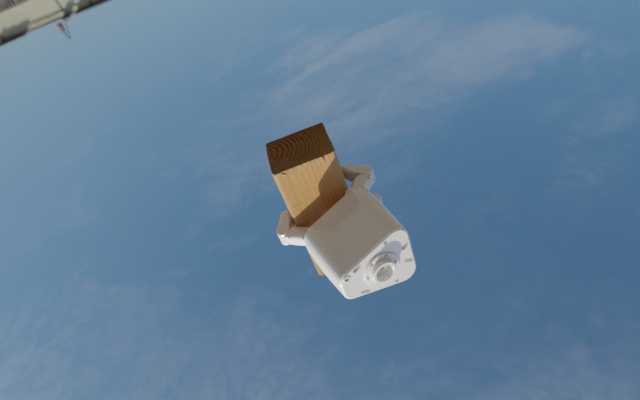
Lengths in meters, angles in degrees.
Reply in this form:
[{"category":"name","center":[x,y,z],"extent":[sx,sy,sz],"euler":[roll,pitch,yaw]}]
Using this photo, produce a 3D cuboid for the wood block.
[{"category":"wood block","center":[0.000,0.003,0.717],"extent":[0.091,0.206,0.090],"euler":[-21,37,1]}]
